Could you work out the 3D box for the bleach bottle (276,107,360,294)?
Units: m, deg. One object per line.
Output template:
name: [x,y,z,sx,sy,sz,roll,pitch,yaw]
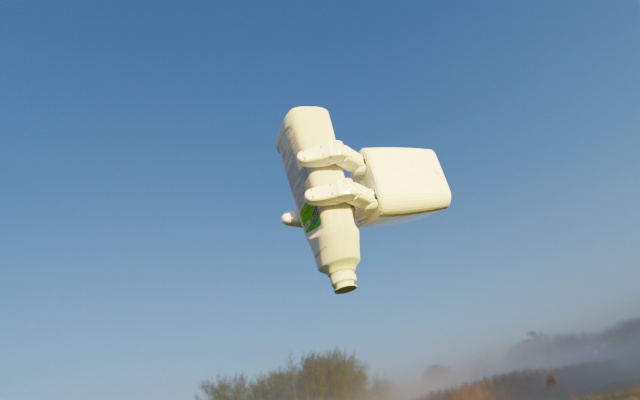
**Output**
bleach bottle: [0.000,0.002,0.627,0.068,0.250,0.103,-3,-29,-20]
